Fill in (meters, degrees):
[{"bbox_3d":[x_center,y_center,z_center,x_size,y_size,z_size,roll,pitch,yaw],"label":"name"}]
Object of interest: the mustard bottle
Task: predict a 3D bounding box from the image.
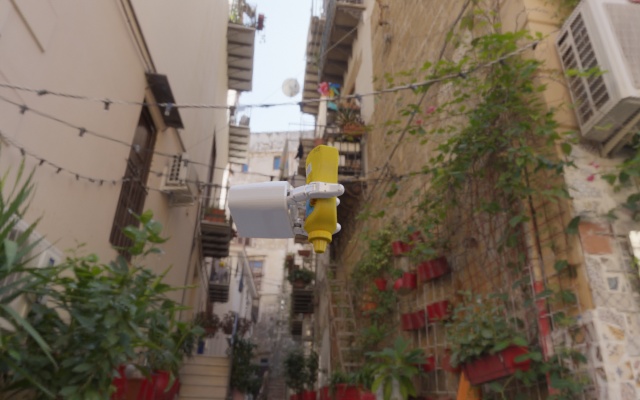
[{"bbox_3d":[0.000,0.003,0.864,0.058,0.191,0.096,9,-26,-15],"label":"mustard bottle"}]
